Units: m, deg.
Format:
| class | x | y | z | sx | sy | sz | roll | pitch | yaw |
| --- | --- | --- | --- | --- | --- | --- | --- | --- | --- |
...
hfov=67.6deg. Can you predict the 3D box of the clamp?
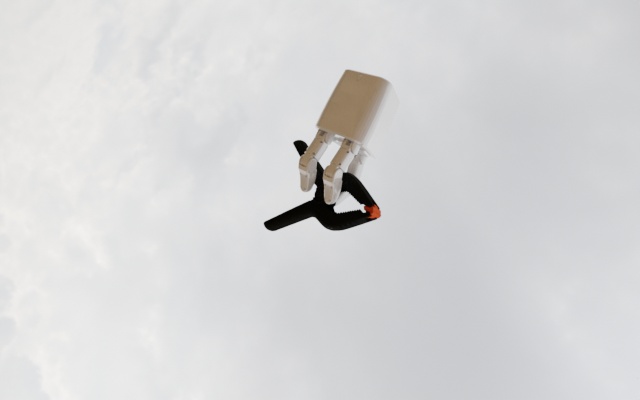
| class | x | y | z | sx | sy | sz | roll | pitch | yaw |
| --- | --- | --- | --- | --- | --- | --- | --- | --- | --- |
| clamp | 0.001 | 0.003 | 0.771 | 0.210 | 0.164 | 0.036 | 26 | 2 | 37 |
